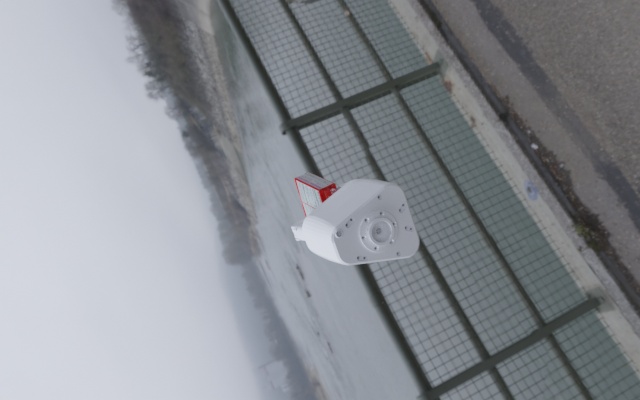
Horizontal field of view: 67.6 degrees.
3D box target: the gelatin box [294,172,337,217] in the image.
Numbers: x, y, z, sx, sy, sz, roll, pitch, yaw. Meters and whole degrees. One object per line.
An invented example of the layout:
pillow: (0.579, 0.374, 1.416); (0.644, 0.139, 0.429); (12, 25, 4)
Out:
gelatin box: (0.000, 0.002, 0.714); (0.030, 0.073, 0.089); (-26, 24, -21)
